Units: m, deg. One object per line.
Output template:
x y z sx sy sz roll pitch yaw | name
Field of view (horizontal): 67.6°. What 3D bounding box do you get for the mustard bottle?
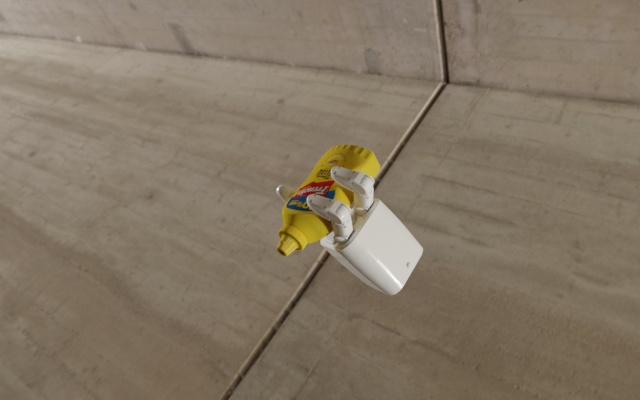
0.000 0.002 0.679 0.096 0.191 0.058 9 -38 43 | mustard bottle
